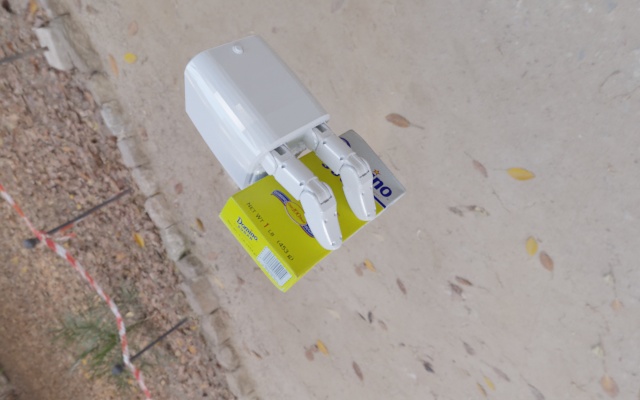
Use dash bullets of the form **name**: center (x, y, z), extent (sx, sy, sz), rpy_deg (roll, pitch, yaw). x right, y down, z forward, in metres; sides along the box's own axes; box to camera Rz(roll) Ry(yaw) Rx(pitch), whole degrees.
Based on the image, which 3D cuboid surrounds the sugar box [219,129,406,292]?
- **sugar box**: center (0.000, 0.001, 0.468), extent (0.176, 0.093, 0.048), rpy_deg (-35, -7, -37)
